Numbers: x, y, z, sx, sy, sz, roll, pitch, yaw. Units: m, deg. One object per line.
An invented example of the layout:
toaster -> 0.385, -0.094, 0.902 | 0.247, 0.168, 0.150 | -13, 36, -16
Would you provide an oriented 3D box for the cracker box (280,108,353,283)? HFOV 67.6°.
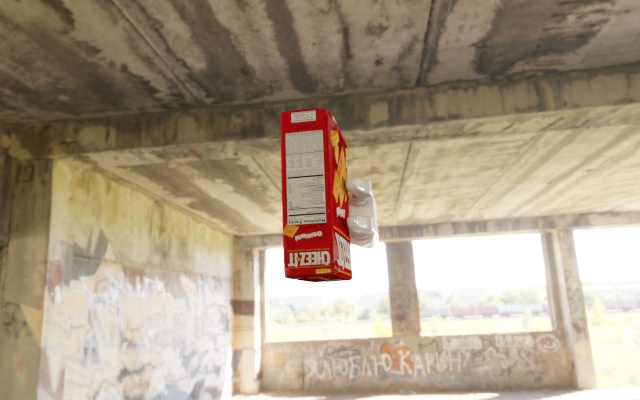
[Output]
cracker box -> 0.000, 0.002, 0.659 | 0.072, 0.213, 0.164 | -5, -12, 11
